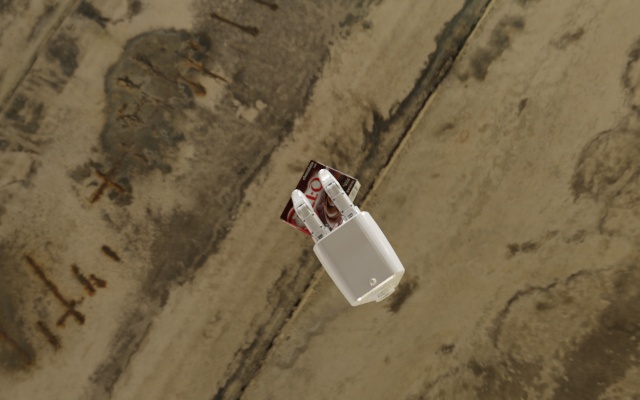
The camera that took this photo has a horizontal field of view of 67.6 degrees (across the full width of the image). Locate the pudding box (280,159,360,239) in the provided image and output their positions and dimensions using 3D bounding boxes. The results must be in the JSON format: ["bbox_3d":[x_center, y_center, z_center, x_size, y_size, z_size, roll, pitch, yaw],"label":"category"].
[{"bbox_3d":[0.000,0.003,0.770,0.090,0.113,0.039,26,-7,23],"label":"pudding box"}]
